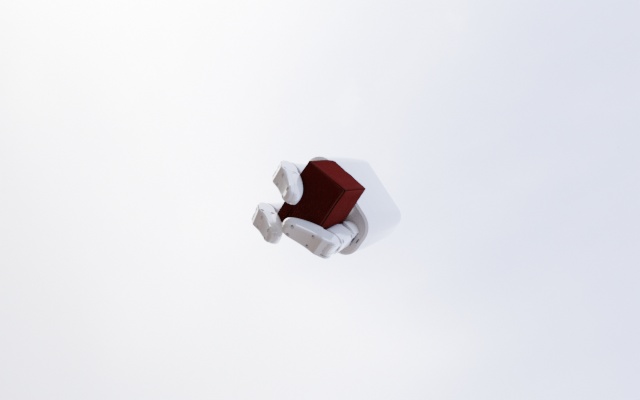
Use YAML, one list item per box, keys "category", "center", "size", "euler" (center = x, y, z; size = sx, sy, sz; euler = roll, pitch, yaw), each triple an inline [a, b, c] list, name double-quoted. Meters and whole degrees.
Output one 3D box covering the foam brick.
- category: "foam brick"
  center: [0.000, 0.002, 0.511]
  size: [0.053, 0.078, 0.051]
  euler: [43, 26, 21]
